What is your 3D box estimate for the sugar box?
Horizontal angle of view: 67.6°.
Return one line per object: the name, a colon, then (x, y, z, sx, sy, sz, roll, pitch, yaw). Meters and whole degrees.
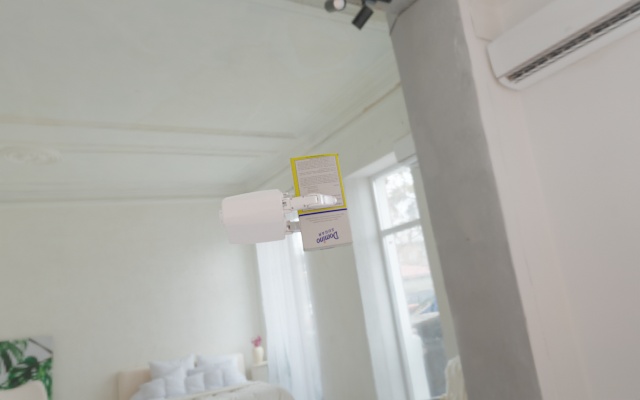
sugar box: (0.000, 0.003, 0.894, 0.093, 0.176, 0.048, -7, -12, -6)
